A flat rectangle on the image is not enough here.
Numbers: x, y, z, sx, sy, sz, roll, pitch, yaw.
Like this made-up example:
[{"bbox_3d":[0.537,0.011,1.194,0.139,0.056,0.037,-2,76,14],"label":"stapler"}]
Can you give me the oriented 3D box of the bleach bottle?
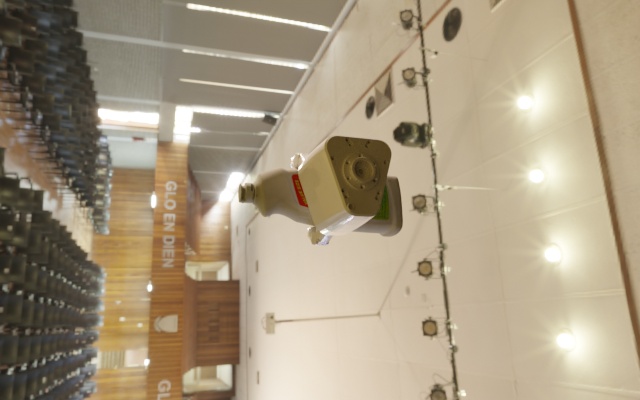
[{"bbox_3d":[0.000,0.002,0.738,0.251,0.102,0.068,3,-15,-19],"label":"bleach bottle"}]
